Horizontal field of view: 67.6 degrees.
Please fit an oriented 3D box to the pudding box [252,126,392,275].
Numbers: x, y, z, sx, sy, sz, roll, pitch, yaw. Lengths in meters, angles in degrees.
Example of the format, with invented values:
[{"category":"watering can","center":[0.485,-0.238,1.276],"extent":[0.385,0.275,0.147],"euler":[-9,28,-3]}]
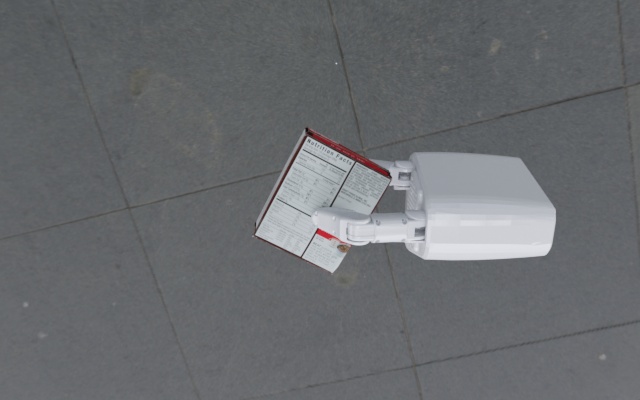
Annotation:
[{"category":"pudding box","center":[0.000,0.002,0.446],"extent":[0.090,0.113,0.039],"euler":[27,14,-8]}]
